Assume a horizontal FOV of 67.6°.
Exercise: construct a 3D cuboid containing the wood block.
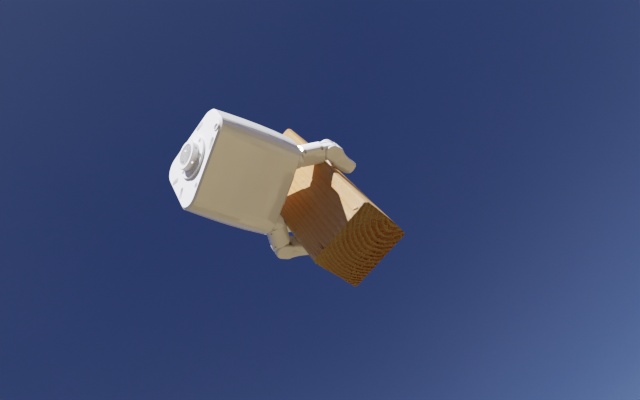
[{"bbox_3d":[0.000,0.002,0.617,0.090,0.091,0.206,36,8,-42],"label":"wood block"}]
